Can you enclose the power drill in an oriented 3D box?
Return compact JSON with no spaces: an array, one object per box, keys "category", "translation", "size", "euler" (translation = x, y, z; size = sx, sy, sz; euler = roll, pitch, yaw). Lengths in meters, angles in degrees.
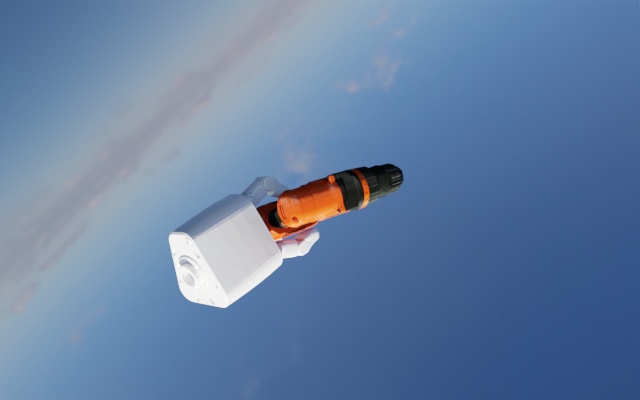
[{"category":"power drill","translation":[0.000,0.002,0.660],"size":[0.184,0.057,0.188],"euler":[-15,-6,-30]}]
